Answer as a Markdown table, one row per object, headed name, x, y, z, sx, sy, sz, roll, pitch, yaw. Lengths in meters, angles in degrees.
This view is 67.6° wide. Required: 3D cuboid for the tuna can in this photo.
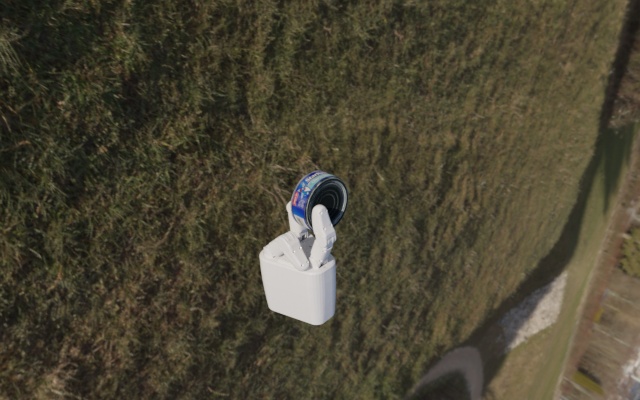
| name | x | y | z | sx | sy | sz | roll | pitch | yaw |
| --- | --- | --- | --- | --- | --- | --- | --- | --- | --- |
| tuna can | 0.000 | 0.002 | 0.686 | 0.086 | 0.086 | 0.033 | 0 | 17 | -45 |
